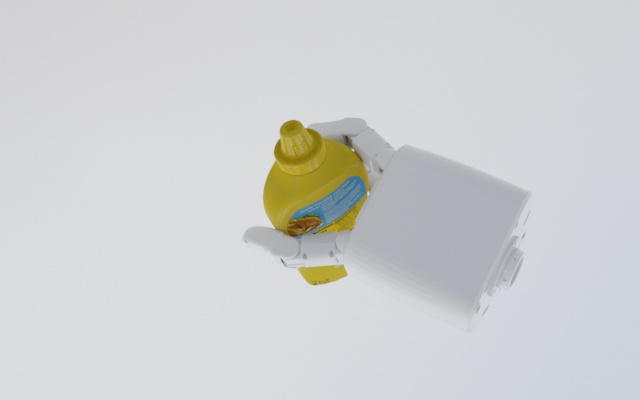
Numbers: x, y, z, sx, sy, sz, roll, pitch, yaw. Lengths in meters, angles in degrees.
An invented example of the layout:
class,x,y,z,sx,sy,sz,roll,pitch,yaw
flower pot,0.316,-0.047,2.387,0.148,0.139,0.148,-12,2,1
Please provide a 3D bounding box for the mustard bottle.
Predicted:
class,x,y,z,sx,sy,sz,roll,pitch,yaw
mustard bottle,0.000,0.001,0.432,0.096,0.058,0.192,-31,-38,-8
